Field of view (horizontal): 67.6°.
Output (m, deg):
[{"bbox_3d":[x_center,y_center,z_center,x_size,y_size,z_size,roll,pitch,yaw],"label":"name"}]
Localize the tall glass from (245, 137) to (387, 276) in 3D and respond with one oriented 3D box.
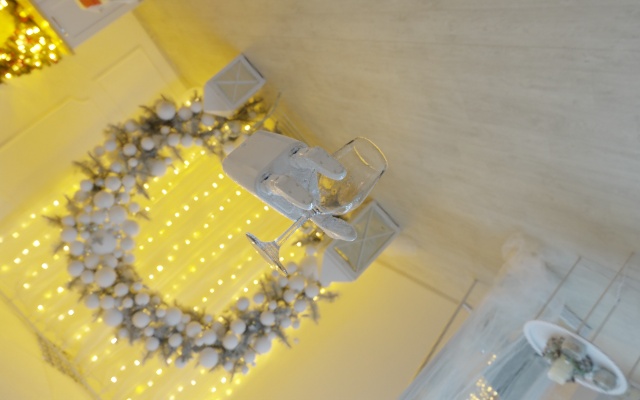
[{"bbox_3d":[0.000,0.003,0.625,0.201,0.079,0.079,-44,16,-17],"label":"tall glass"}]
